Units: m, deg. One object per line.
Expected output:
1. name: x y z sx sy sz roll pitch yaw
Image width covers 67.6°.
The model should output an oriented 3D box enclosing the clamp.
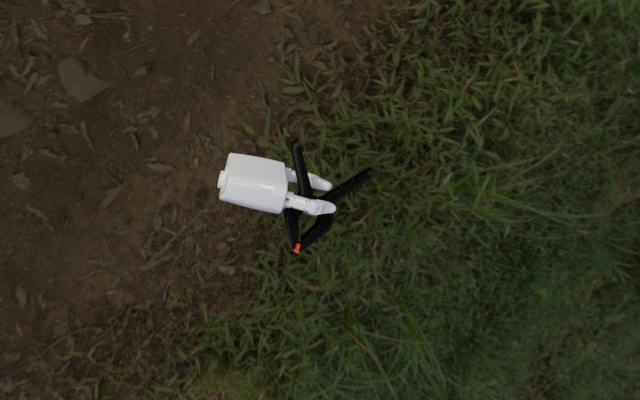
1. clamp: 0.000 0.004 0.896 0.164 0.210 0.036 13 15 -14
